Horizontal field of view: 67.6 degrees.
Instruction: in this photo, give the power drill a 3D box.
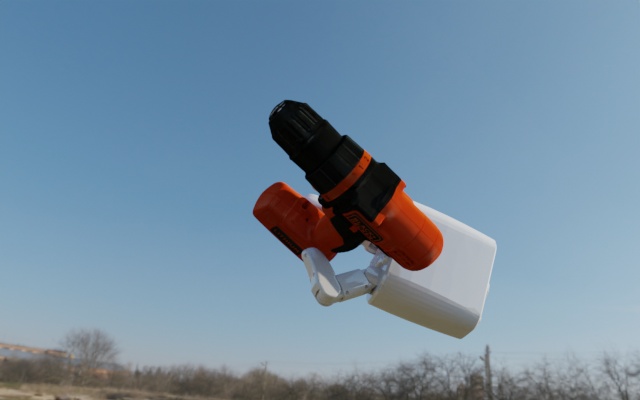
[{"bbox_3d":[0.000,0.002,0.453,0.184,0.057,0.188,45,-24,-12],"label":"power drill"}]
